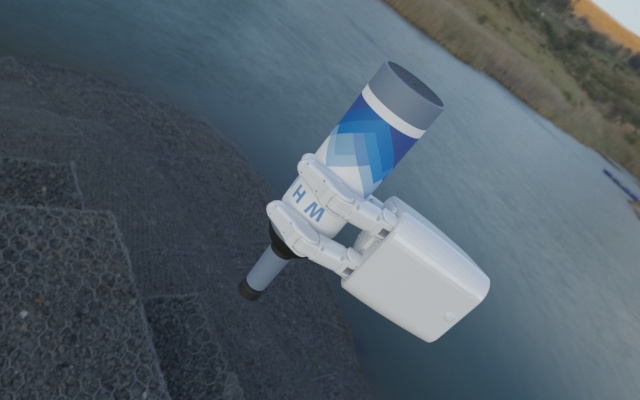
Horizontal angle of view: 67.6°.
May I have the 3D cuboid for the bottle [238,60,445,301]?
[{"bbox_3d":[0.000,0.001,0.479,0.069,0.069,0.296,0,-44,-51],"label":"bottle"}]
